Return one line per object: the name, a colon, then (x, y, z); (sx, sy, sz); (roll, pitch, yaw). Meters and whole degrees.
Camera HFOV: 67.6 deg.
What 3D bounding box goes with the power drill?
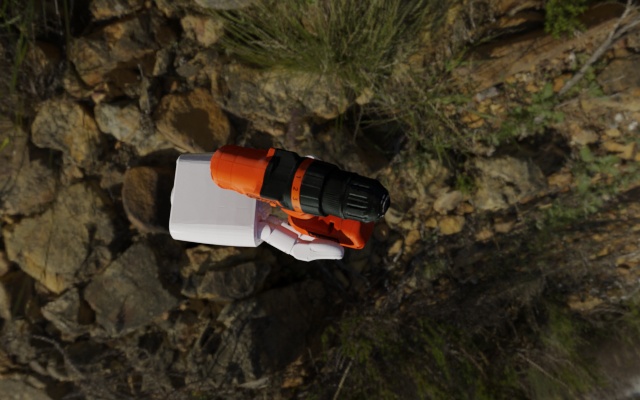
power drill: (0.000, 0.002, 0.509); (0.184, 0.057, 0.188); (16, -12, 24)
